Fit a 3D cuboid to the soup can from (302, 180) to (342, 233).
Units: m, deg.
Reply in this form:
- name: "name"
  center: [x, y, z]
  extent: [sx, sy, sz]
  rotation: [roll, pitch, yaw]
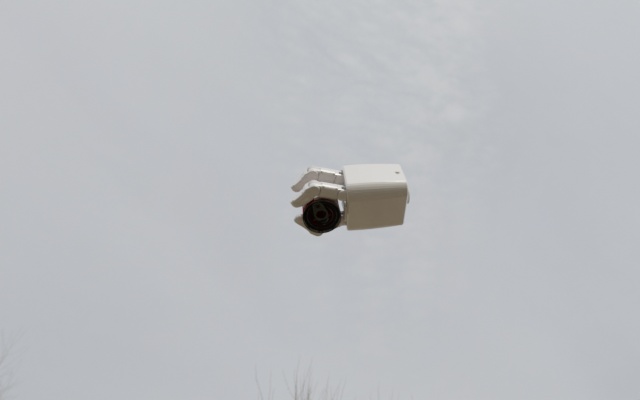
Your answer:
- name: "soup can"
  center: [0.000, 0.003, 0.865]
  extent: [0.068, 0.068, 0.102]
  rotation: [0, 31, -3]
